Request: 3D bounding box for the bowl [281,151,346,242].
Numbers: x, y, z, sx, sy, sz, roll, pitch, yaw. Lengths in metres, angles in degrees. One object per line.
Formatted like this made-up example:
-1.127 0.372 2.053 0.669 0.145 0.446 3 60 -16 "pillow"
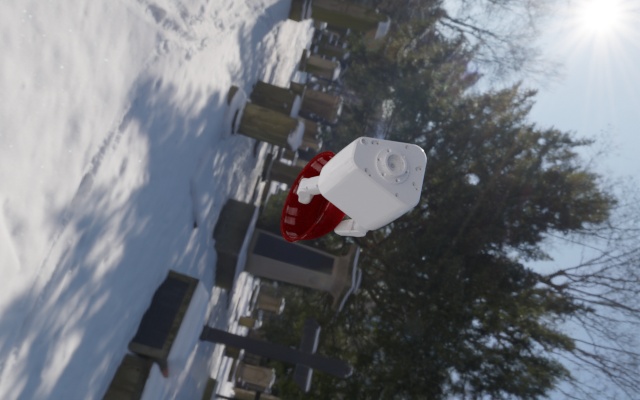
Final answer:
0.000 0.003 0.785 0.055 0.162 0.162 27 -13 -26 "bowl"
